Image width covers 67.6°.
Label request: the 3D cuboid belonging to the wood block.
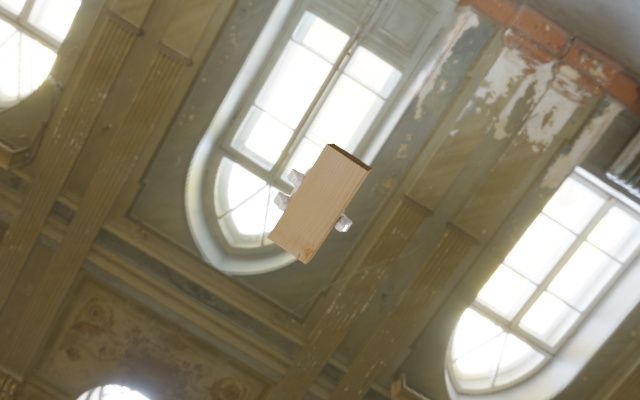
[{"bbox_3d":[0.000,0.003,0.897,0.091,0.206,0.090,34,13,5],"label":"wood block"}]
